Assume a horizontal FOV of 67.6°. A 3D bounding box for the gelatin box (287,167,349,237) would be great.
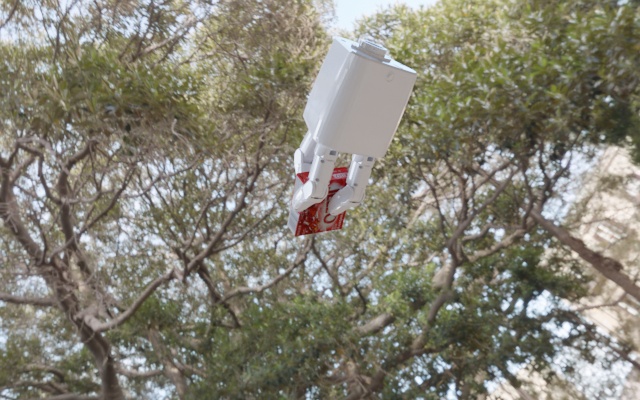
[{"bbox_3d":[0.000,0.002,0.630,0.073,0.089,0.030,-8,40,-27],"label":"gelatin box"}]
